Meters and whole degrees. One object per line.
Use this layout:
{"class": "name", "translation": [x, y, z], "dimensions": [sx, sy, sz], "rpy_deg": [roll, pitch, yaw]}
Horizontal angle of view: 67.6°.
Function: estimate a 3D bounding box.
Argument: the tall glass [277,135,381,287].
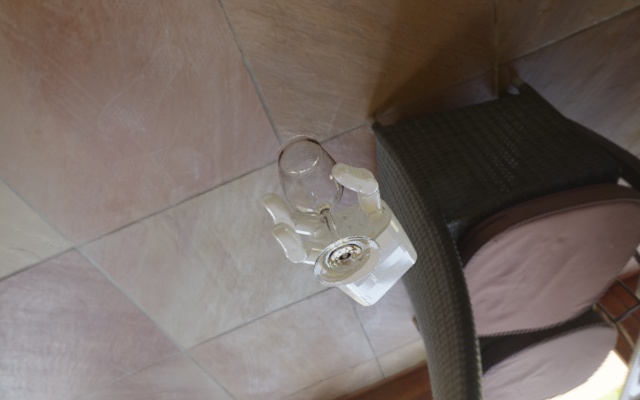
{"class": "tall glass", "translation": [0.000, 0.002, 0.565], "dimensions": [0.079, 0.079, 0.201], "rpy_deg": [0, 40, -22]}
